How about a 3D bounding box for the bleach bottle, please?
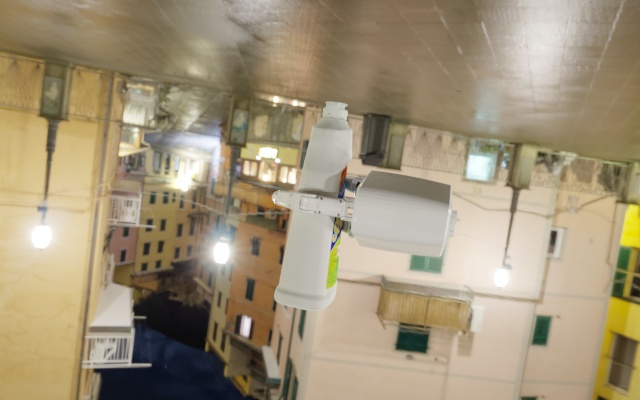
[{"bbox_3d":[0.000,0.002,0.600,0.068,0.251,0.102,9,4,13],"label":"bleach bottle"}]
